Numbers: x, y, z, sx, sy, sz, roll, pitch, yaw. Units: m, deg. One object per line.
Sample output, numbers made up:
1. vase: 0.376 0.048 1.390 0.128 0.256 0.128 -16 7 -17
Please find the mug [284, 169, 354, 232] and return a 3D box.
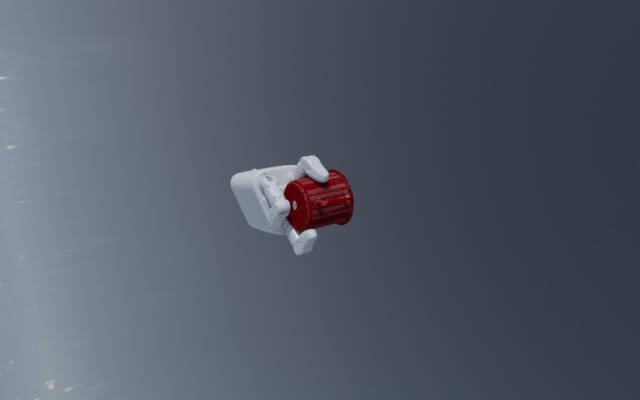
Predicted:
1. mug: 0.001 0.003 0.749 0.081 0.093 0.117 -13 8 -32
